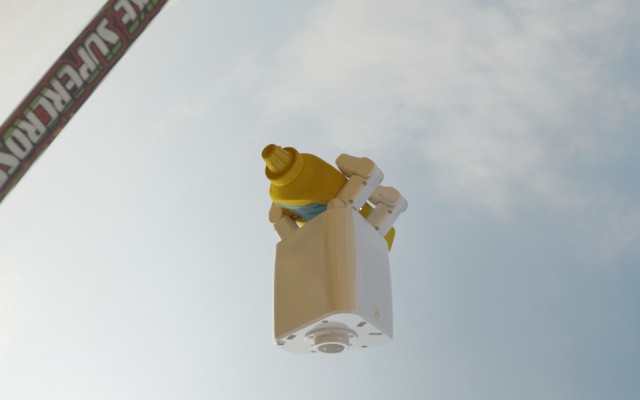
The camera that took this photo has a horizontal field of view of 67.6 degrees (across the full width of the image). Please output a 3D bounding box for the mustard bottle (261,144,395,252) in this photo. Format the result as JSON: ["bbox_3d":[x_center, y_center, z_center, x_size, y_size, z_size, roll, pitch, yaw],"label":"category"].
[{"bbox_3d":[0.000,0.002,0.523,0.096,0.058,0.192,3,-29,39],"label":"mustard bottle"}]
